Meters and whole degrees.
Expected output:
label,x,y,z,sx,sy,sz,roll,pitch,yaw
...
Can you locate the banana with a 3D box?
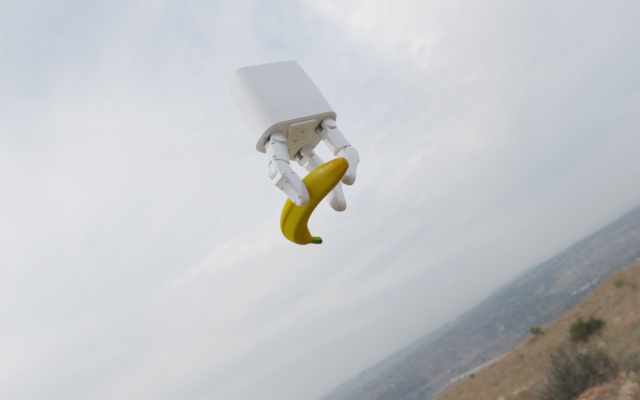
label,x,y,z,sx,sy,sz,roll,pitch,yaw
banana,-0.017,0.010,0.617,0.069,0.037,0.198,-19,-26,-22
